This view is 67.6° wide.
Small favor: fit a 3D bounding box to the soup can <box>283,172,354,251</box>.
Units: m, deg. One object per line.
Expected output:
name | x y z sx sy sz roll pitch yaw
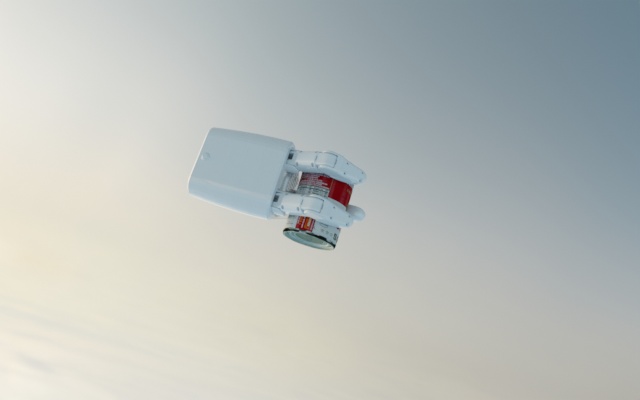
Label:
soup can | 0.000 0.002 0.580 0.068 0.102 0.068 16 -17 5
